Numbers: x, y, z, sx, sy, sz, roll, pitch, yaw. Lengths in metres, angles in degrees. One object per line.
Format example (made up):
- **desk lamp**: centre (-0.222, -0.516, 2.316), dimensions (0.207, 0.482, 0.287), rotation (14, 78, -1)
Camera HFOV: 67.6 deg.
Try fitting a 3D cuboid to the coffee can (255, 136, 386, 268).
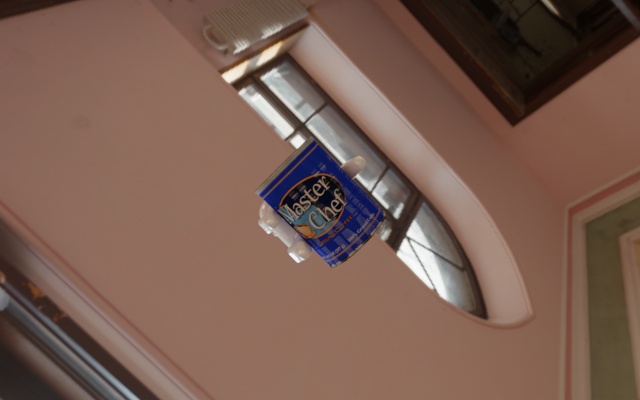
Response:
- **coffee can**: centre (0.000, 0.002, 0.621), dimensions (0.103, 0.140, 0.103), rotation (-44, 6, 5)
